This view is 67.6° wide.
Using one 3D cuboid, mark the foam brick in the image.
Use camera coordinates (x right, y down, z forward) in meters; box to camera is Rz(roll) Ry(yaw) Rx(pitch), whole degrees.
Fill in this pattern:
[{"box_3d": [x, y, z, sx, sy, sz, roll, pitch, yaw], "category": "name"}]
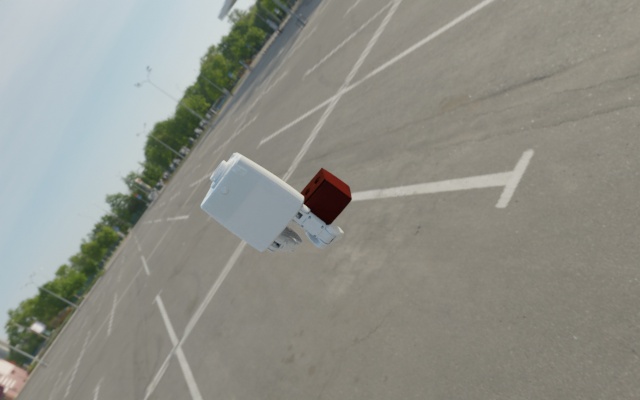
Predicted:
[{"box_3d": [0.000, 0.002, 0.683, 0.051, 0.078, 0.053, 37, 15, -16], "category": "foam brick"}]
